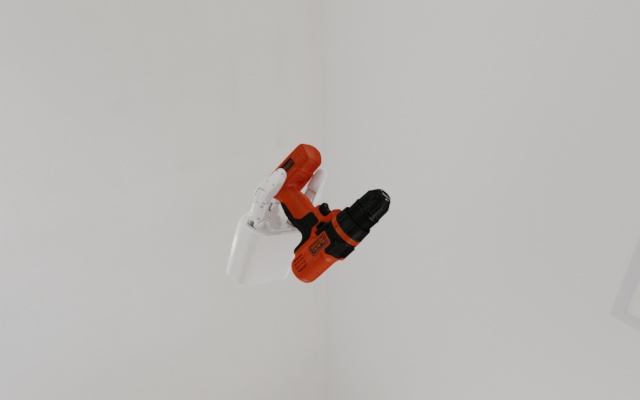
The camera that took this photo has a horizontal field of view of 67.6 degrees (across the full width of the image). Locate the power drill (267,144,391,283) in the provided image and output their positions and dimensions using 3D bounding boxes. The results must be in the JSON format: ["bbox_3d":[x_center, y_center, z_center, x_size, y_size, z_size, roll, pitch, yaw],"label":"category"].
[{"bbox_3d":[0.000,0.002,0.719,0.184,0.187,0.057,-44,-38,19],"label":"power drill"}]
